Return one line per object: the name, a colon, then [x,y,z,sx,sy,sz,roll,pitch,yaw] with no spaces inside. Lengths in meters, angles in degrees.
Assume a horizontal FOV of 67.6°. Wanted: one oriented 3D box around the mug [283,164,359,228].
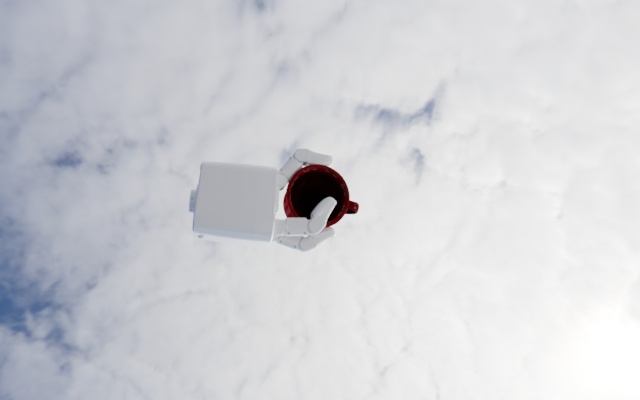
mug: [0.001,0.003,0.720,0.117,0.093,0.081,9,-12,-11]
